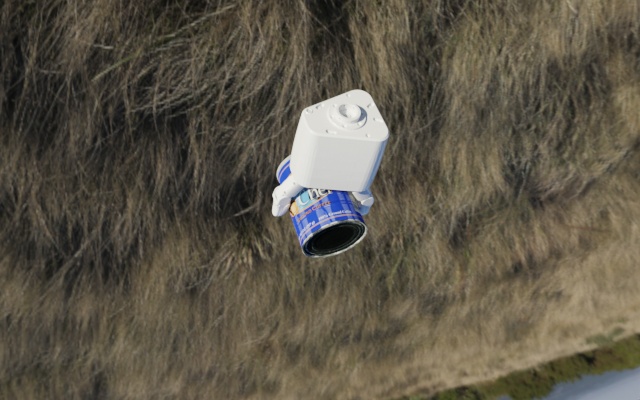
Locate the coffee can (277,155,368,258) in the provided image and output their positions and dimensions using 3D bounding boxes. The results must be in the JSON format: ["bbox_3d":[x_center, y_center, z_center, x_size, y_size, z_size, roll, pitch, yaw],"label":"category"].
[{"bbox_3d":[0.000,0.002,0.737,0.103,0.140,0.103,-16,-30,-9],"label":"coffee can"}]
